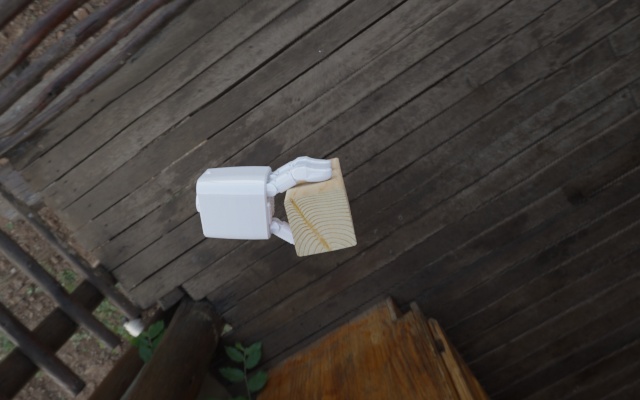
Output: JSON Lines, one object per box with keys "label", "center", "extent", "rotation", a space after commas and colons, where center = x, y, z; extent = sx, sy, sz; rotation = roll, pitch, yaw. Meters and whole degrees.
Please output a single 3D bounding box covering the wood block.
{"label": "wood block", "center": [0.000, 0.003, 0.776], "extent": [0.090, 0.091, 0.206], "rotation": [-12, 17, 4]}
